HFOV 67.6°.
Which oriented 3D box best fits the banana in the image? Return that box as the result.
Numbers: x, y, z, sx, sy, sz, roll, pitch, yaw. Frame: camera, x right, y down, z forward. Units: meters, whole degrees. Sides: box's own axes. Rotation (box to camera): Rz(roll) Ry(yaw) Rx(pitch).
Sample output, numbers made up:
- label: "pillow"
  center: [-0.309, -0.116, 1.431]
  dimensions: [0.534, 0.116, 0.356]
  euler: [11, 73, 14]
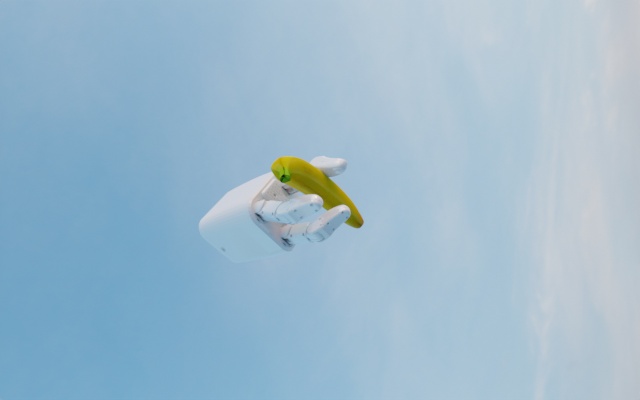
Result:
- label: "banana"
  center: [-0.008, -0.014, 0.625]
  dimensions: [0.037, 0.069, 0.198]
  euler: [-34, -34, 20]
